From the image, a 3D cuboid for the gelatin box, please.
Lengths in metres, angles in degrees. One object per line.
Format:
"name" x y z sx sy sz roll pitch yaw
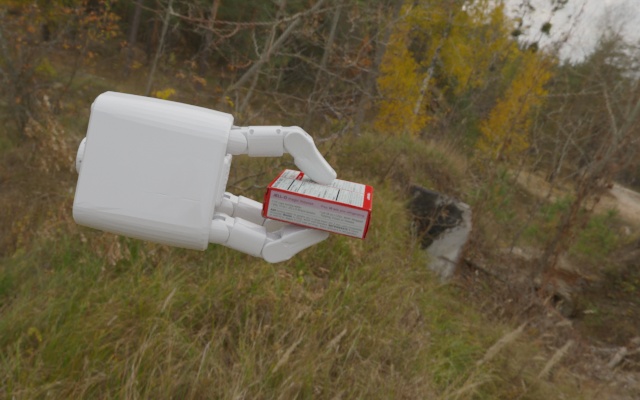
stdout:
"gelatin box" 0.000 0.001 0.418 0.089 0.030 0.073 12 17 3
